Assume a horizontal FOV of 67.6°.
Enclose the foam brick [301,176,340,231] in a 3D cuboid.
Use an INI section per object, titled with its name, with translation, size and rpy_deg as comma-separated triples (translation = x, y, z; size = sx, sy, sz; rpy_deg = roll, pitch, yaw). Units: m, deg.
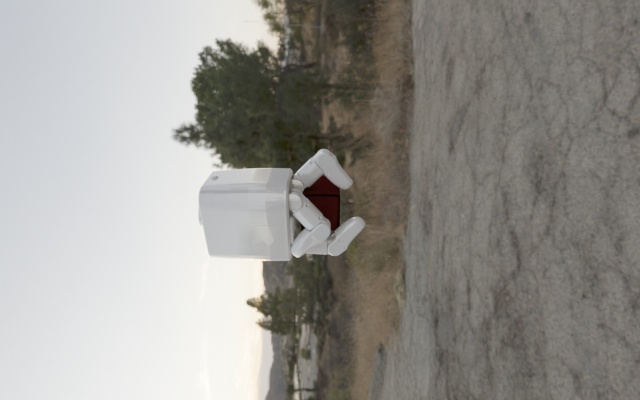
[foam brick]
translation = 0.000, 0.002, 0.647
size = 0.051, 0.053, 0.078
rpy_deg = 0, 20, 1
